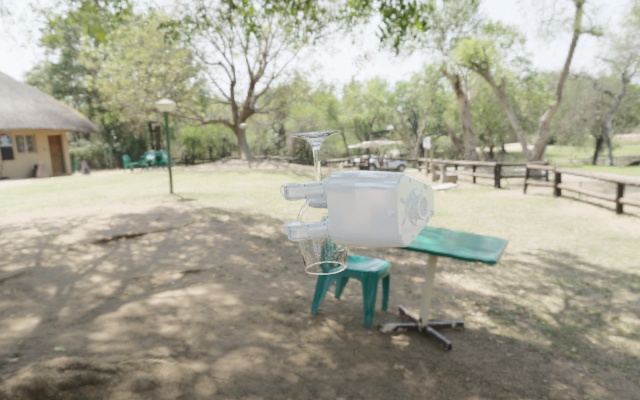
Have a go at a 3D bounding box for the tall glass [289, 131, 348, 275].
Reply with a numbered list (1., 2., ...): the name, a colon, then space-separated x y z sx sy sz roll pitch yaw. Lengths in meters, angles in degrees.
1. tall glass: 0.000 0.002 0.692 0.079 0.201 0.079 -4 7 1
